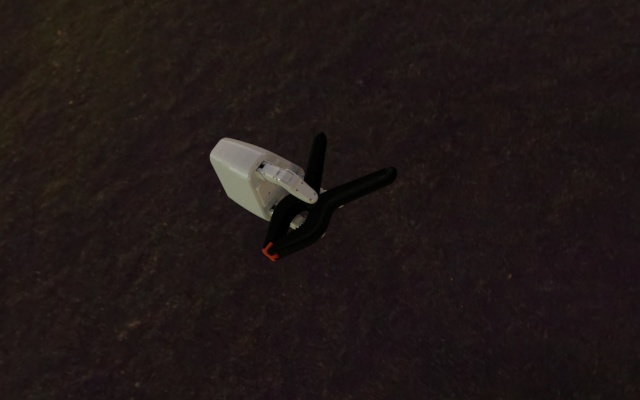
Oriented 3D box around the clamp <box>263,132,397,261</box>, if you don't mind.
[{"bbox_3d":[-0.001,0.002,0.679,0.164,0.210,0.036,24,-17,40],"label":"clamp"}]
